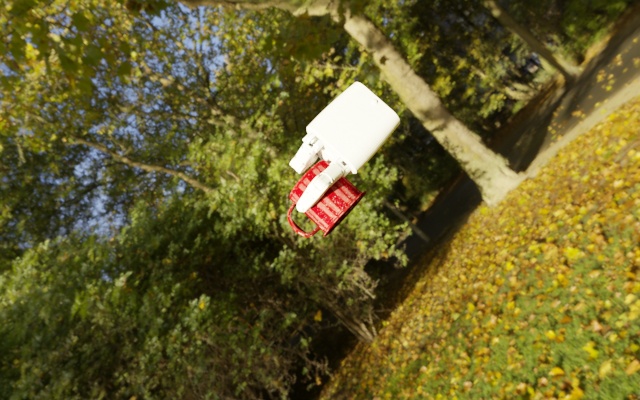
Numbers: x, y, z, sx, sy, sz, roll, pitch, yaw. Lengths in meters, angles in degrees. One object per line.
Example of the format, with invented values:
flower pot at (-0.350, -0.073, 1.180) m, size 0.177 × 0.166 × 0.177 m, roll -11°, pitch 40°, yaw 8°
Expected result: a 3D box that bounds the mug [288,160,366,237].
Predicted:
mug at (-0.001, 0.003, 0.720) m, size 0.081 × 0.117 × 0.093 m, roll 43°, pitch -10°, yaw 7°
